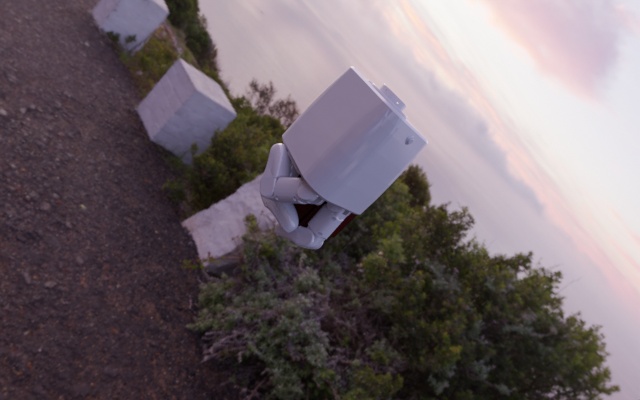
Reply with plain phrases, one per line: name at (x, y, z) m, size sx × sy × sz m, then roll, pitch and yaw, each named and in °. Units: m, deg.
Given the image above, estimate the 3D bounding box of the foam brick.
foam brick at (0.000, 0.002, 0.550) m, size 0.078 × 0.051 × 0.053 m, roll 24°, pitch 25°, yaw -54°
